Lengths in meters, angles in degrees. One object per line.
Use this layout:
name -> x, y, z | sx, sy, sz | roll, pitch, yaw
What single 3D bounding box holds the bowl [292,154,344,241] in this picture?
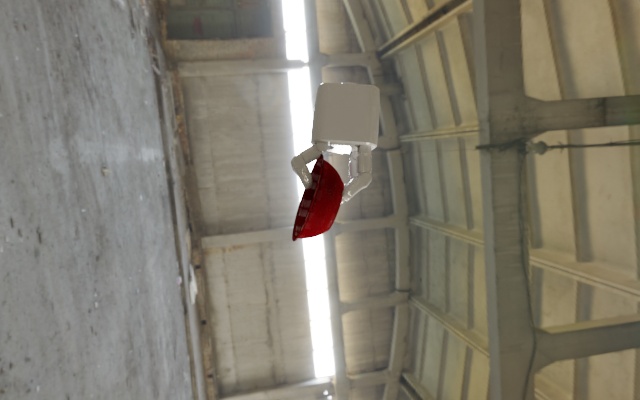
bowl -> 0.000, 0.004, 0.844 | 0.055, 0.162, 0.162 | 19, -3, -9
